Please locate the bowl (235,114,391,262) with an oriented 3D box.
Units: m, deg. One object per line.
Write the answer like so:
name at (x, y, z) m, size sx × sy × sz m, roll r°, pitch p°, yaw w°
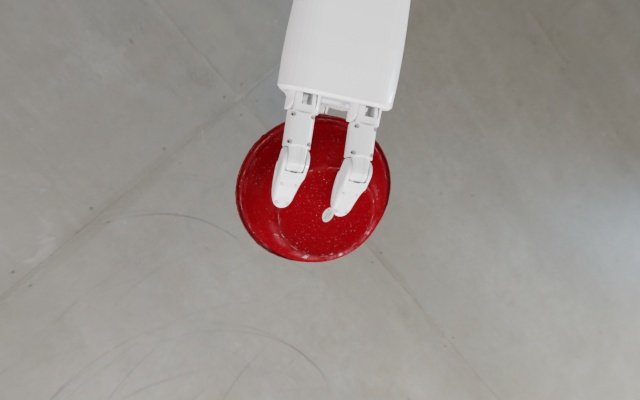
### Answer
bowl at (0.000, 0.003, 0.465) m, size 0.162 × 0.162 × 0.055 m, roll 0°, pitch 23°, yaw -13°
